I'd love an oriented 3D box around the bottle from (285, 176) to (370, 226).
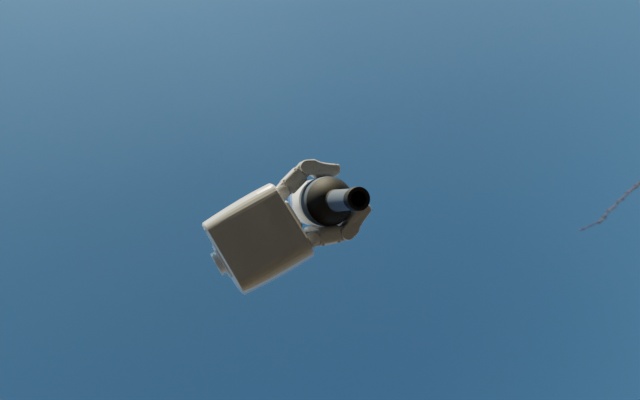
[{"bbox_3d":[0.000,0.002,0.669,0.069,0.069,0.296,0,-2,-17],"label":"bottle"}]
